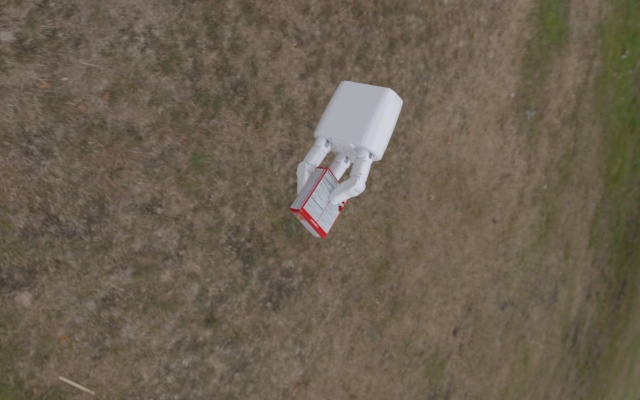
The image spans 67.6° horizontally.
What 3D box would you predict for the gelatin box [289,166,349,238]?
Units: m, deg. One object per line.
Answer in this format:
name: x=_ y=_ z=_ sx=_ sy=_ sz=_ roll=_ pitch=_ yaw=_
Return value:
gelatin box: x=0.000 y=0.003 z=0.753 sx=0.030 sy=0.089 sz=0.073 roll=7 pitch=-33 yaw=44
